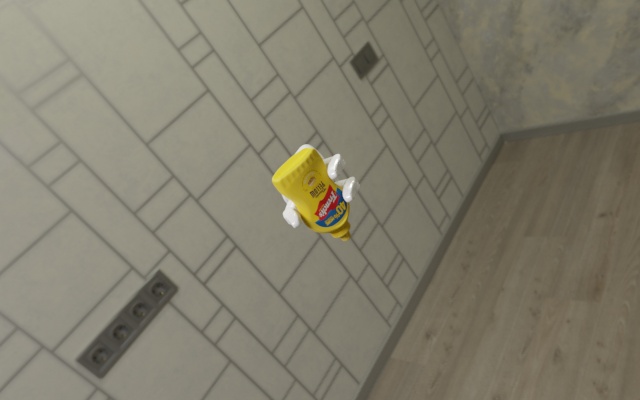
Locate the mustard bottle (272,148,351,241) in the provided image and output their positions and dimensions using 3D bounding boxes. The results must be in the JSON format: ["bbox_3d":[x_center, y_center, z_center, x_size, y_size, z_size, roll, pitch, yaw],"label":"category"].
[{"bbox_3d":[0.000,0.003,0.884,0.096,0.192,0.058,-46,27,-20],"label":"mustard bottle"}]
